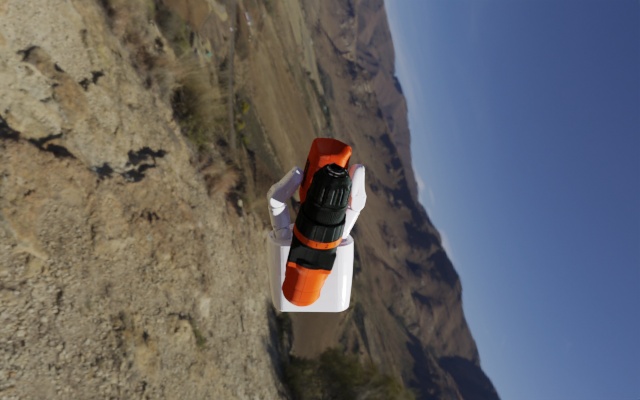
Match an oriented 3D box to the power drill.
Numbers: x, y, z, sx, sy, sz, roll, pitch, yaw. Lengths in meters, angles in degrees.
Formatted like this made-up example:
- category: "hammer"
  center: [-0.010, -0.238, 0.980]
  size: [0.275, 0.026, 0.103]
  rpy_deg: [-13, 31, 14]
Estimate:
- category: "power drill"
  center: [0.000, 0.002, 0.558]
  size: [0.057, 0.184, 0.187]
  rpy_deg: [16, 35, -3]
